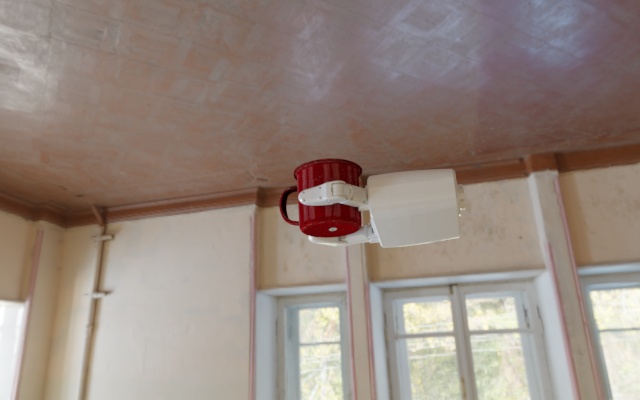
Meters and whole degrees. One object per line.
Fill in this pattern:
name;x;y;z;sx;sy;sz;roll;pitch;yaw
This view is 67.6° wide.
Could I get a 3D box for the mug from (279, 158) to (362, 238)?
mug;-0.001;0.002;0.631;0.117;0.081;0.093;-8;-20;15
